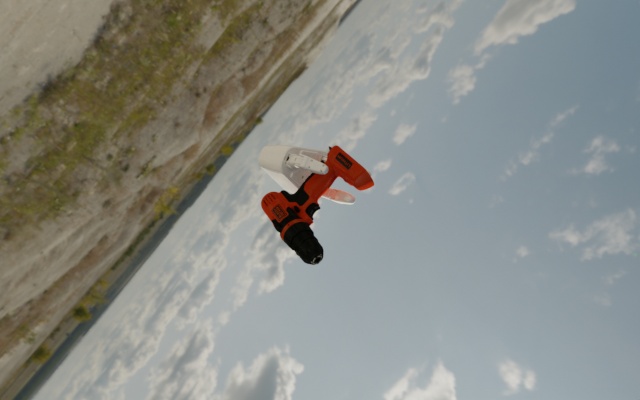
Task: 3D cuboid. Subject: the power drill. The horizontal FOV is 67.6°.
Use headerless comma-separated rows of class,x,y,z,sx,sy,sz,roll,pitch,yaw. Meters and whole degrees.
power drill,0.000,0.002,0.838,0.184,0.187,0.057,47,-4,40
